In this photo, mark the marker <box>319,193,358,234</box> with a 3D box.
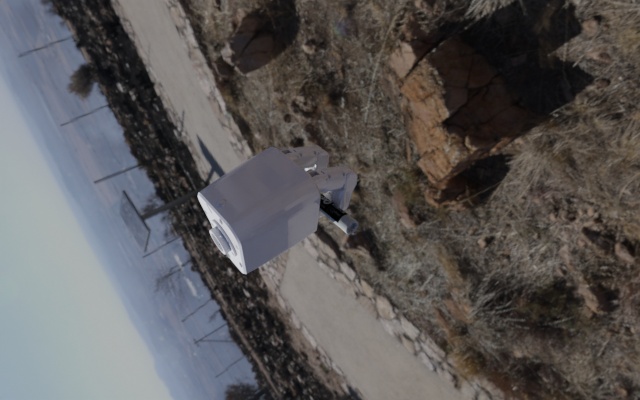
[{"bbox_3d":[0.000,0.002,0.587,0.020,0.020,0.121,0,30,-45],"label":"marker"}]
